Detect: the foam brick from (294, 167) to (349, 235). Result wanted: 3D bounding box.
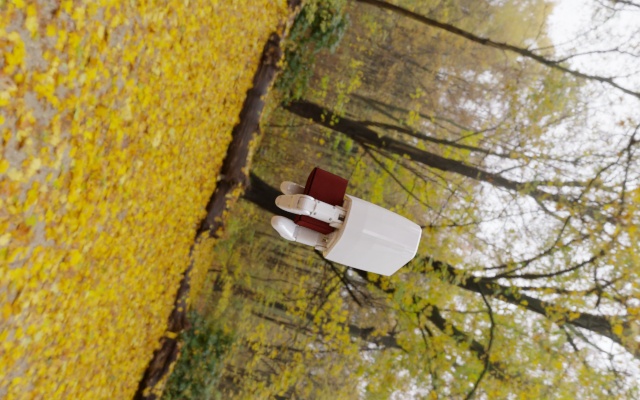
[{"bbox_3d":[0.000,0.002,0.671,0.051,0.078,0.053,19,-12,-8],"label":"foam brick"}]
